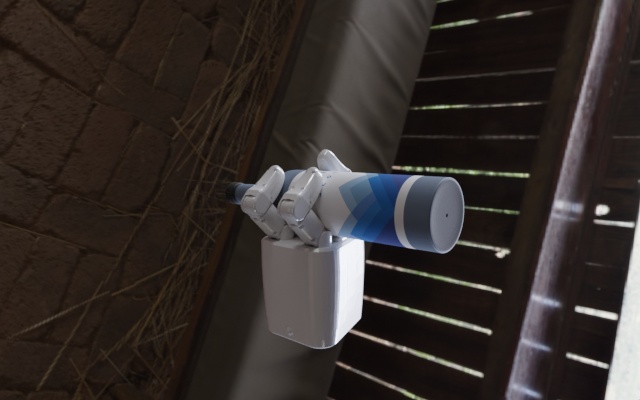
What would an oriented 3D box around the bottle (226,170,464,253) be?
[{"bbox_3d":[0.000,0.002,0.510,0.295,0.069,0.069,6,4,41],"label":"bottle"}]
